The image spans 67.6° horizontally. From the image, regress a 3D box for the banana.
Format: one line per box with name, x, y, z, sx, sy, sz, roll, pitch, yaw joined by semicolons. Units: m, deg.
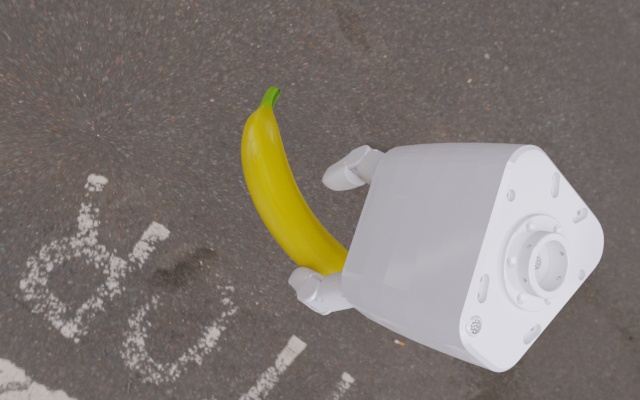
banana;-0.015;0.007;0.393;0.069;0.198;0.037;-33;15;-27
